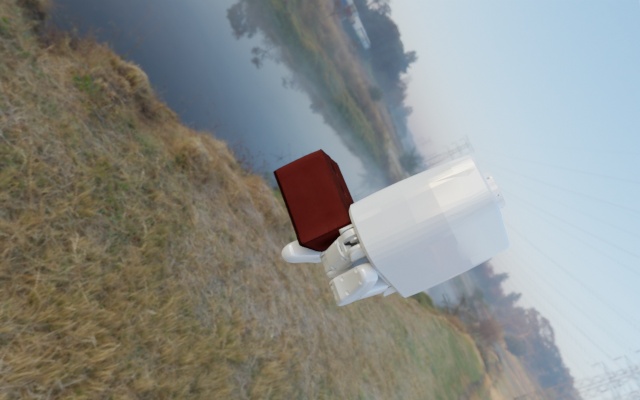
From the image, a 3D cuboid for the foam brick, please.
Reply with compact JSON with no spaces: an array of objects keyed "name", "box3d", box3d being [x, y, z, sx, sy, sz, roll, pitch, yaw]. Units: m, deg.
[{"name":"foam brick","box3d":[0.000,0.001,0.444,0.051,0.078,0.053,-27,-20,14]}]
